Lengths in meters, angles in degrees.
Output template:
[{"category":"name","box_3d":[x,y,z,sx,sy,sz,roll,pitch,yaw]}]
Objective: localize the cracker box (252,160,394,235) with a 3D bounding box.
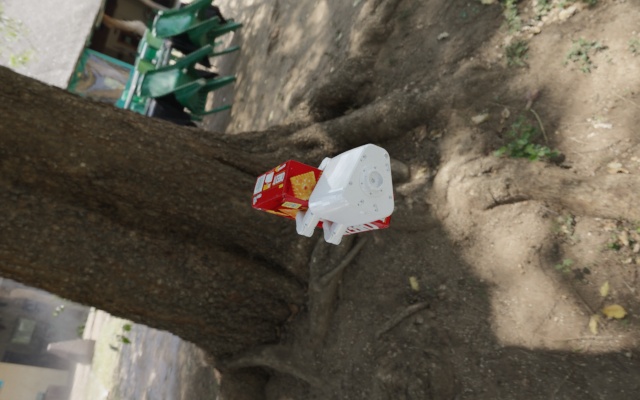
[{"category":"cracker box","box_3d":[0.000,0.003,0.883,0.214,0.072,0.164,18,-16,-24]}]
